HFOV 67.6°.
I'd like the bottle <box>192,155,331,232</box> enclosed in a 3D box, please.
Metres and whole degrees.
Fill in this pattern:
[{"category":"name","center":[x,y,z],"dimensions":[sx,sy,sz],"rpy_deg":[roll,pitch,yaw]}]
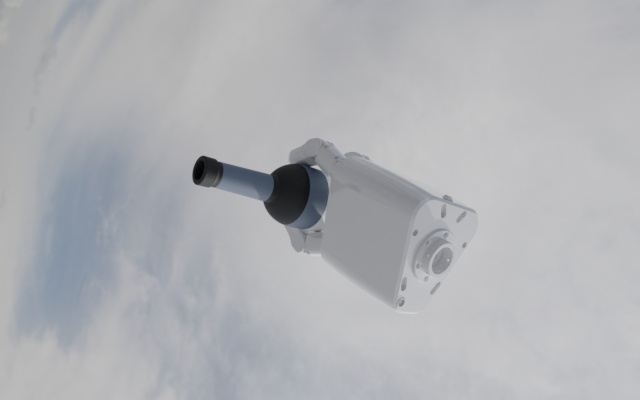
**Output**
[{"category":"bottle","center":[0.000,0.002,0.522],"dimensions":[0.296,0.069,0.069],"rpy_deg":[15,-10,-40]}]
